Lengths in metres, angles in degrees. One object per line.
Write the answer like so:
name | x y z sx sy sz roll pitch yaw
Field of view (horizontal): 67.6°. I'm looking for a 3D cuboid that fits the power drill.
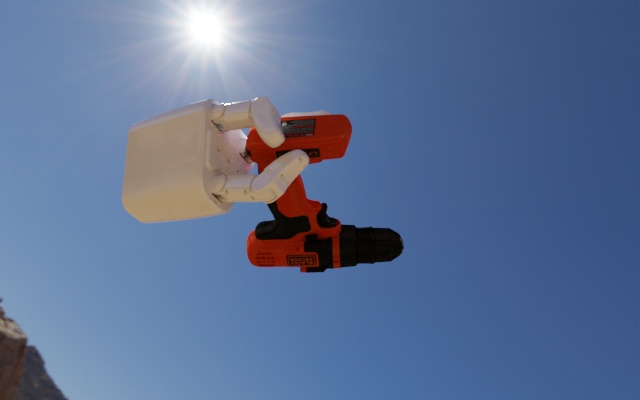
power drill | 0.000 0.001 0.521 0.184 0.188 0.057 -3 36 3
